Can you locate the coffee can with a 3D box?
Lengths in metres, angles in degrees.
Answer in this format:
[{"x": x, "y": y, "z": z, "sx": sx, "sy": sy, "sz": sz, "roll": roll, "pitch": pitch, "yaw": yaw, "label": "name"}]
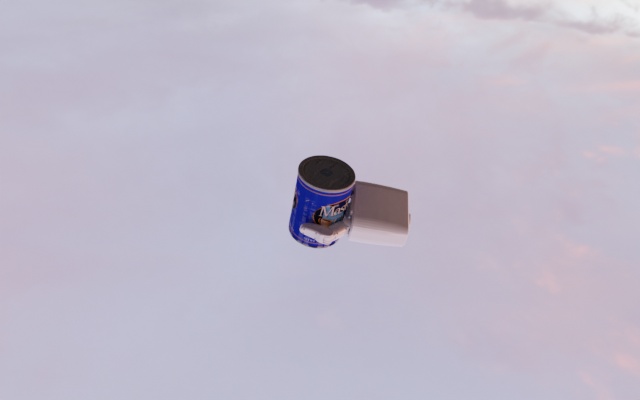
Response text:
[{"x": 0.000, "y": 0.003, "z": 0.879, "sx": 0.103, "sy": 0.140, "sz": 0.102, "roll": 7, "pitch": 39, "yaw": -6, "label": "coffee can"}]
